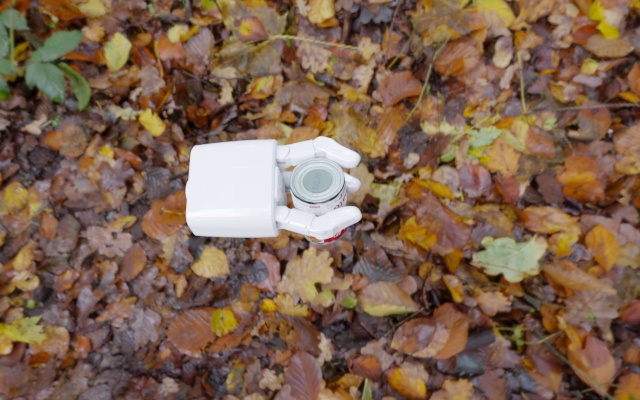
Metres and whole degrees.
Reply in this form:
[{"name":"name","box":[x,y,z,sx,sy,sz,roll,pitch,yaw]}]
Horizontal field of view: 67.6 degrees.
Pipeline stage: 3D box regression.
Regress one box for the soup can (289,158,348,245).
[{"name":"soup can","box":[0.001,0.002,0.599,0.068,0.068,0.102,0,-33,6]}]
